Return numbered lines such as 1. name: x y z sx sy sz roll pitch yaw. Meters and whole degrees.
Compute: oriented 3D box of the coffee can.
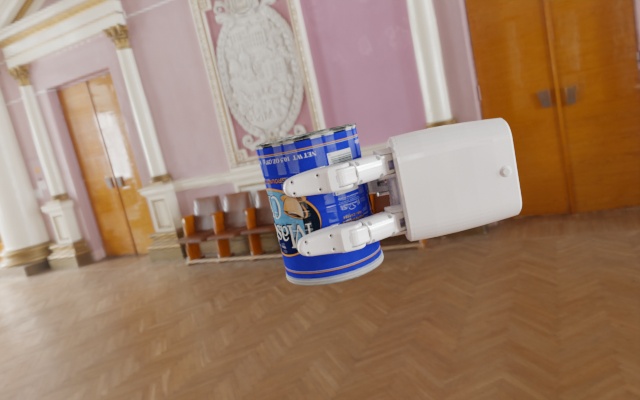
1. coffee can: 0.000 0.002 0.484 0.103 0.140 0.103 -12 9 2
